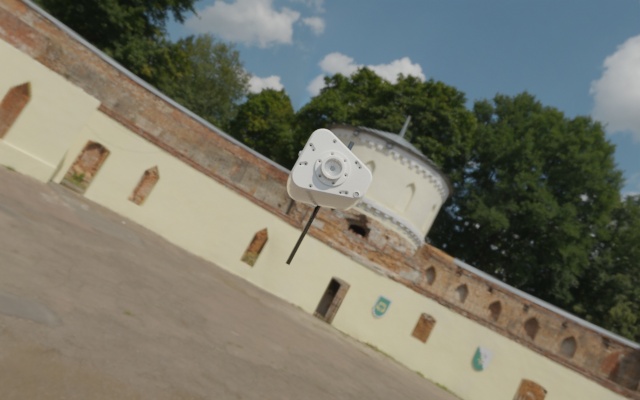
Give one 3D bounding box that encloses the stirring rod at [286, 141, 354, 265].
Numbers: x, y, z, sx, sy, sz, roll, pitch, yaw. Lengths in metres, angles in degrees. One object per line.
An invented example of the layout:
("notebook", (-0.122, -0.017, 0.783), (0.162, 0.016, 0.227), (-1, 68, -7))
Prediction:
("stirring rod", (0.000, 0.003, 0.824), (0.011, 0.239, 0.011), (27, -8, 4))
